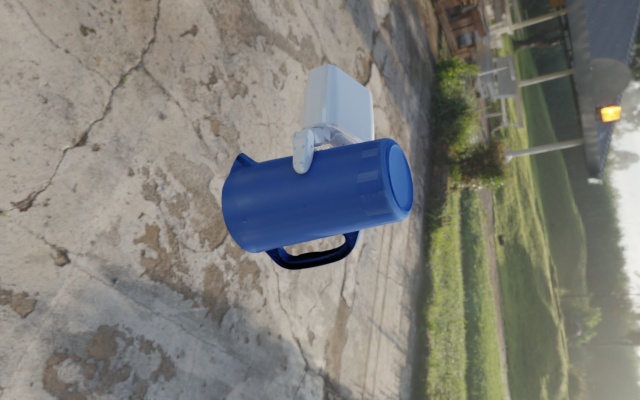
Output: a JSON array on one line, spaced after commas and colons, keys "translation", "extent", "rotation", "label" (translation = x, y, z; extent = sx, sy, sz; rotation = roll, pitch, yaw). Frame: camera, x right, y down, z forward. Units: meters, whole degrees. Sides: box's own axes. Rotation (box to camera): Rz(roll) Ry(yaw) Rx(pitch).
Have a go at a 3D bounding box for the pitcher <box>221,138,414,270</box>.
[{"translation": [0.000, 0.002, 0.657], "extent": [0.243, 0.145, 0.149], "rotation": [-11, -28, 27], "label": "pitcher"}]
